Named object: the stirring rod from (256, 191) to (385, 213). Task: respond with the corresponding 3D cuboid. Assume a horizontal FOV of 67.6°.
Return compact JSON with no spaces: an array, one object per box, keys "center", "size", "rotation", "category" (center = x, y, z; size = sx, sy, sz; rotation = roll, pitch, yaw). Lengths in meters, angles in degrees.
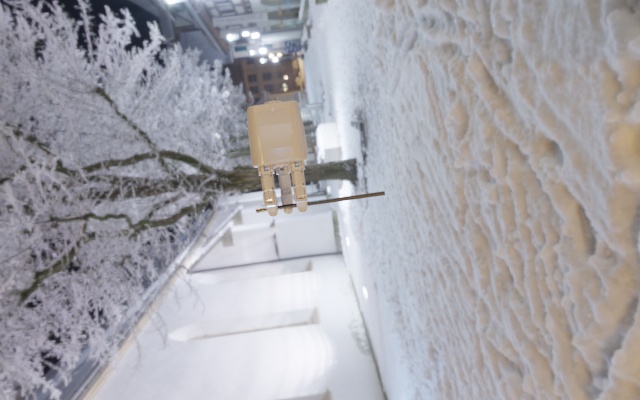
[{"center":[0.000,0.003,0.883],"size":[0.239,0.011,0.011],"rotation":[-8,0,-2],"category":"stirring rod"}]
